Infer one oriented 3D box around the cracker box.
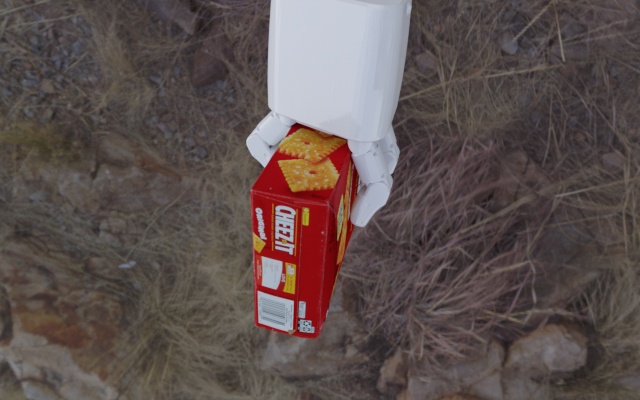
[{"bbox_3d":[0.000,0.002,0.478,0.072,0.164,0.213,12,37,10],"label":"cracker box"}]
